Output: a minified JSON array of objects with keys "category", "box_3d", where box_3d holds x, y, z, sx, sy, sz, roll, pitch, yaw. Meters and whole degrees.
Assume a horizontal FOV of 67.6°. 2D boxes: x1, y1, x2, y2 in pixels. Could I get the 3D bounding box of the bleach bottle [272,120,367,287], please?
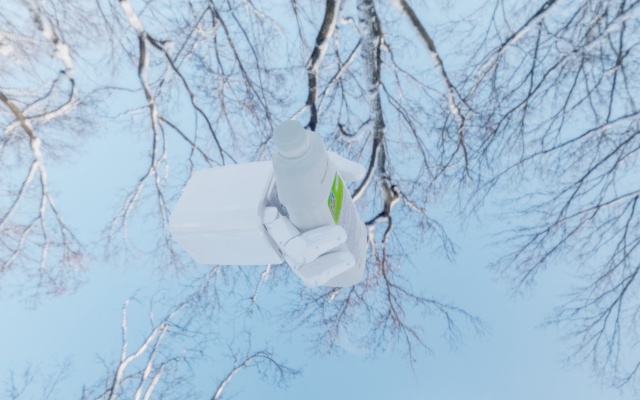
[{"category":"bleach bottle","box_3d":[0.000,0.002,0.523,0.068,0.102,0.251,-4,-34,13]}]
